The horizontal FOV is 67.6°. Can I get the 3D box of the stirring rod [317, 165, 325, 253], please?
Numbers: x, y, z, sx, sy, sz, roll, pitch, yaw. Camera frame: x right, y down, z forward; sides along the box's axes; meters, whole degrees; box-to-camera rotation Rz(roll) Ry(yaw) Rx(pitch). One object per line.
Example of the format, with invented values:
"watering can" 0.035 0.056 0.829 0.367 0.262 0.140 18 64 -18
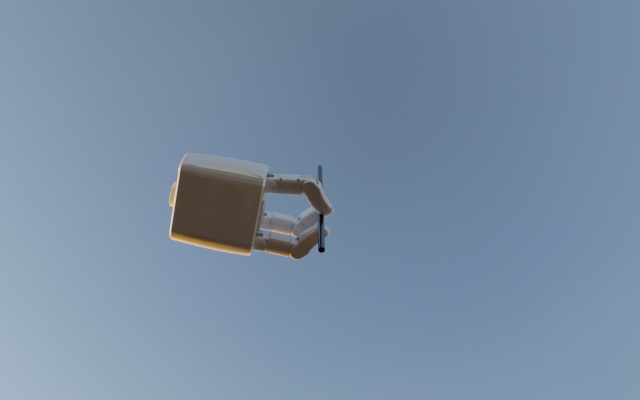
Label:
"stirring rod" 0.000 0.002 0.657 0.011 0.011 0.239 0 27 -1
